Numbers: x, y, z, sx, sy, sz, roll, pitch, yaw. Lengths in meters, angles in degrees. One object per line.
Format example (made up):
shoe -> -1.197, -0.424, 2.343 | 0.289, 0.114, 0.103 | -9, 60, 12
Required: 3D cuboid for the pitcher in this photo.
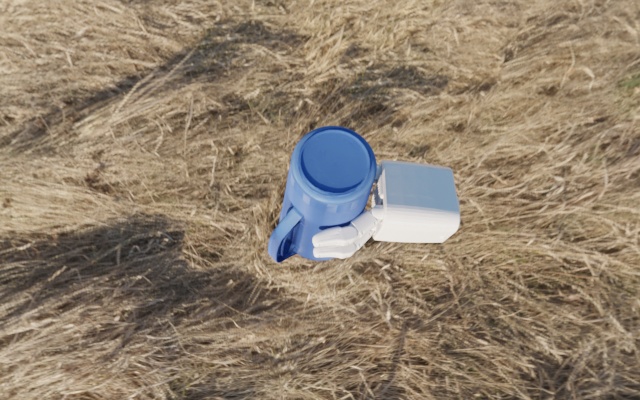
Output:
pitcher -> 0.000, 0.002, 0.692 | 0.145, 0.149, 0.243 | 4, -21, -3
